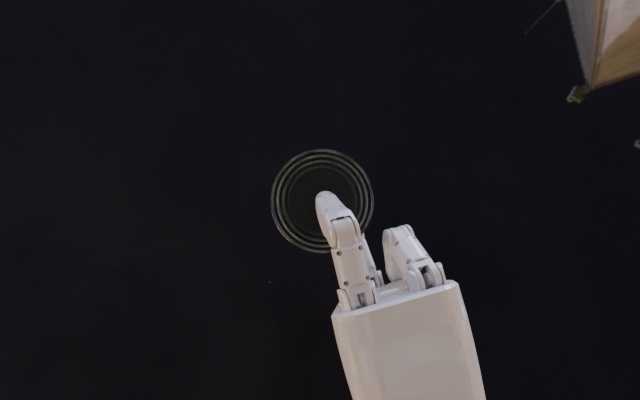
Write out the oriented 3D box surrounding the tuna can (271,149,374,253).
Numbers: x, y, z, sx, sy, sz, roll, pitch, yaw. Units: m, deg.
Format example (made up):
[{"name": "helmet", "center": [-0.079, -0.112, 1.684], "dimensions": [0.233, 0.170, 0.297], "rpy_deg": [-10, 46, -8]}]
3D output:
[{"name": "tuna can", "center": [0.000, 0.001, 0.409], "dimensions": [0.086, 0.086, 0.034], "rpy_deg": [0, -4, -7]}]
